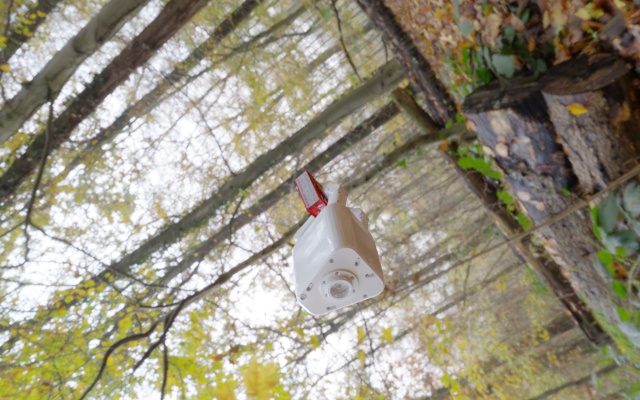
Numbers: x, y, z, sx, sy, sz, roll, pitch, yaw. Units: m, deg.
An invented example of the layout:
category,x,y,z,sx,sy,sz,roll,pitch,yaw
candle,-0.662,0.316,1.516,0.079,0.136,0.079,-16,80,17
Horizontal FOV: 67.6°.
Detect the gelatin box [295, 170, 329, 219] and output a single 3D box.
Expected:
category,x,y,z,sx,sy,sz,roll,pitch,yaw
gelatin box,0.000,0.003,0.757,0.073,0.030,0.089,43,13,-37
